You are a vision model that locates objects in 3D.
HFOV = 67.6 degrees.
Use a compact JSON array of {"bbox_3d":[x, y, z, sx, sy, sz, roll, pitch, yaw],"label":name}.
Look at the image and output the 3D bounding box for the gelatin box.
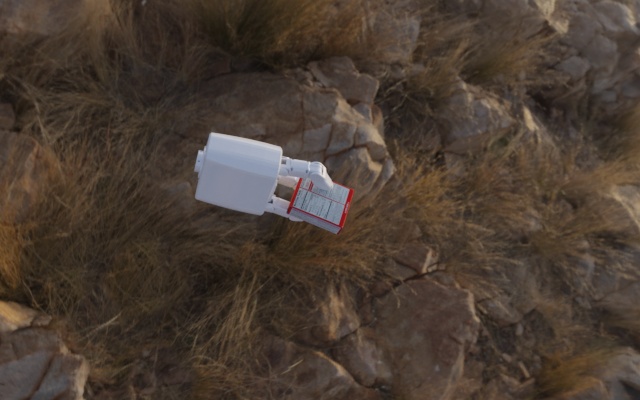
[{"bbox_3d":[0.001,0.002,0.745,0.089,0.073,0.030,22,-32,-5],"label":"gelatin box"}]
